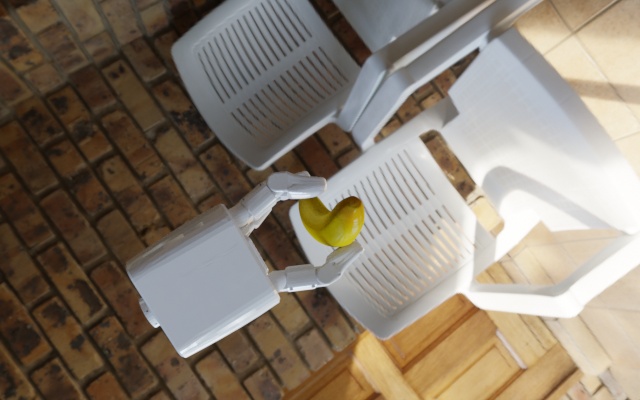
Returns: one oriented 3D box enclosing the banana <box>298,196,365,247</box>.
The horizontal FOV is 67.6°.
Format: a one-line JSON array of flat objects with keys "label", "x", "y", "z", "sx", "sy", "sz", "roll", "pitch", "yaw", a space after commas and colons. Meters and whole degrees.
[{"label": "banana", "x": 0.006, "y": 0.018, "z": 0.513, "sx": 0.037, "sy": 0.070, "sz": 0.198, "roll": -27, "pitch": 16, "yaw": -13}]
